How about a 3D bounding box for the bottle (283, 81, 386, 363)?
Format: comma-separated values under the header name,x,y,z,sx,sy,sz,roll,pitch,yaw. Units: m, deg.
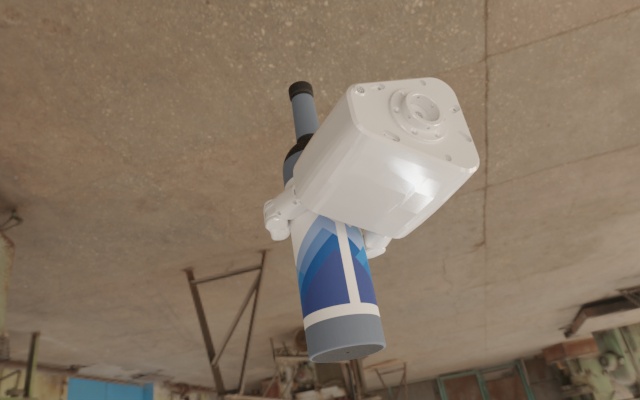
name,x,y,z,sx,sy,sz,roll,pitch,yaw
bottle,0.000,0.002,0.472,0.069,0.295,0.069,-8,-28,-4
